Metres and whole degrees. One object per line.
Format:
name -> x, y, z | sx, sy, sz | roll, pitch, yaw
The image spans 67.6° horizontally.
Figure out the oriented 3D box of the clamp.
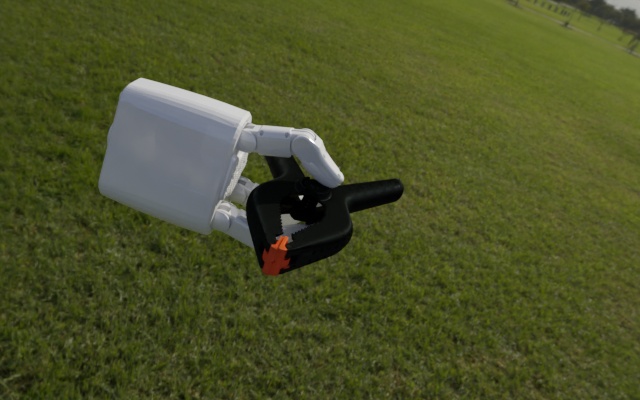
clamp -> 0.000, 0.001, 0.440 | 0.164, 0.036, 0.210 | 19, 30, -2
